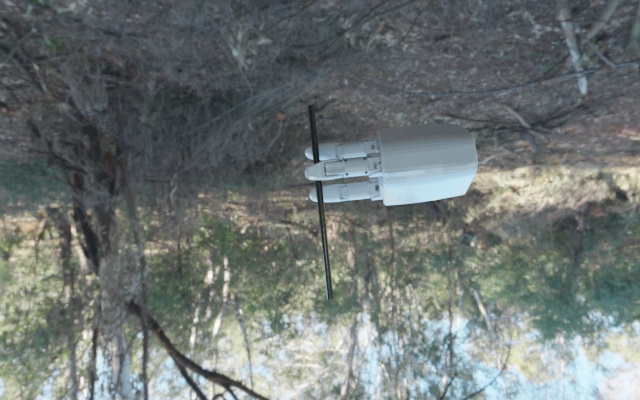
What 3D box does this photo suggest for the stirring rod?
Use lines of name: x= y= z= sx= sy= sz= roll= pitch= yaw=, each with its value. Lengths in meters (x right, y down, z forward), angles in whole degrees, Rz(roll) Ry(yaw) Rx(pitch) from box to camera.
stirring rod: x=0.000 y=0.002 z=0.591 sx=0.011 sy=0.239 sz=0.011 roll=-6 pitch=0 yaw=0
